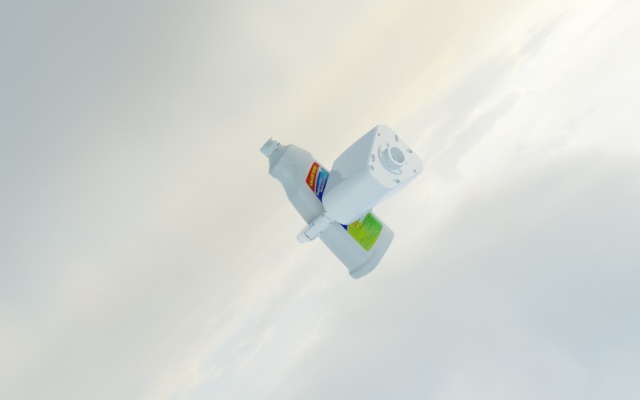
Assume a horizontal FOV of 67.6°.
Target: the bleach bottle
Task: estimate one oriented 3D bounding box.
[{"bbox_3d":[0.000,0.002,0.752,0.068,0.251,0.102,-40,8,48],"label":"bleach bottle"}]
